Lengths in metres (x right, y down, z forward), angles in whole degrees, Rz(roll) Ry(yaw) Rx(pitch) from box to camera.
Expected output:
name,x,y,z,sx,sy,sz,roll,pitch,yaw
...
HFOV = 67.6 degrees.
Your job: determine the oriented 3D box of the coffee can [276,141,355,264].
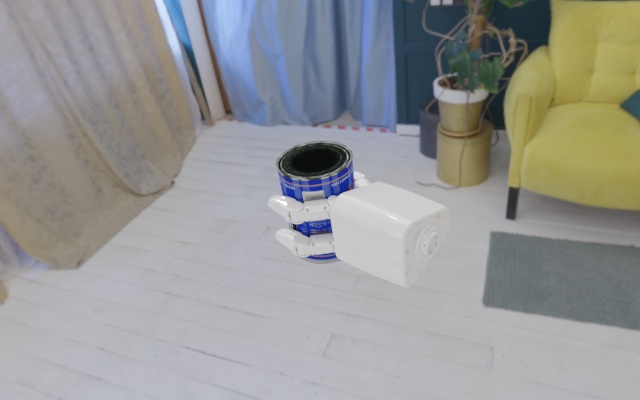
name,x,y,z,sx,sy,sz,roll,pitch,yaw
coffee can,0.000,0.002,0.666,0.103,0.140,0.102,-6,33,4
